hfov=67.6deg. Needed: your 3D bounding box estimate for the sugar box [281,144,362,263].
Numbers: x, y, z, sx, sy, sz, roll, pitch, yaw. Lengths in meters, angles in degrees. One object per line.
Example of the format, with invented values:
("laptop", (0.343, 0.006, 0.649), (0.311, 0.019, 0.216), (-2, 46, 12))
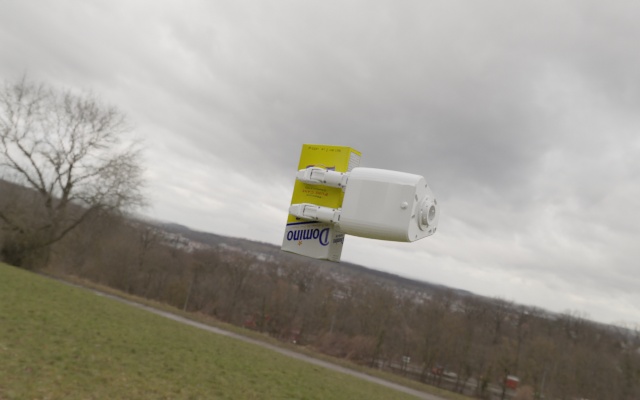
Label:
("sugar box", (0.000, 0.002, 0.749), (0.093, 0.176, 0.048), (8, -8, 35))
